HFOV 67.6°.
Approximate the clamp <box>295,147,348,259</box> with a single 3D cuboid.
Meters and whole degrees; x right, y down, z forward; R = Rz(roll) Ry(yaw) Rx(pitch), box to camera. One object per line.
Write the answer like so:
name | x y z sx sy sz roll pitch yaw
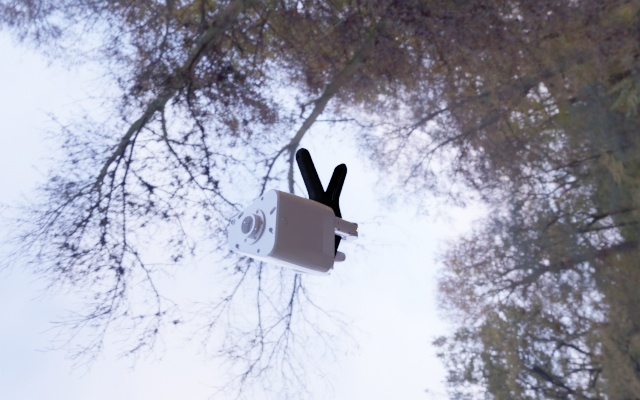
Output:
clamp | 0.000 0.003 0.737 0.039 0.171 0.120 -17 -28 40
